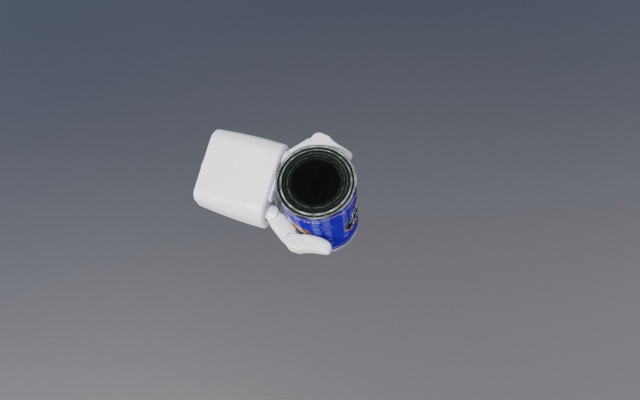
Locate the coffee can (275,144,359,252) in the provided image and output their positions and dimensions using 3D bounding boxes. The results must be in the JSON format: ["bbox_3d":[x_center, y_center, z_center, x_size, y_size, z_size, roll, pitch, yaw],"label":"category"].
[{"bbox_3d":[0.000,0.002,0.652,0.103,0.102,0.140,0,-23,6],"label":"coffee can"}]
